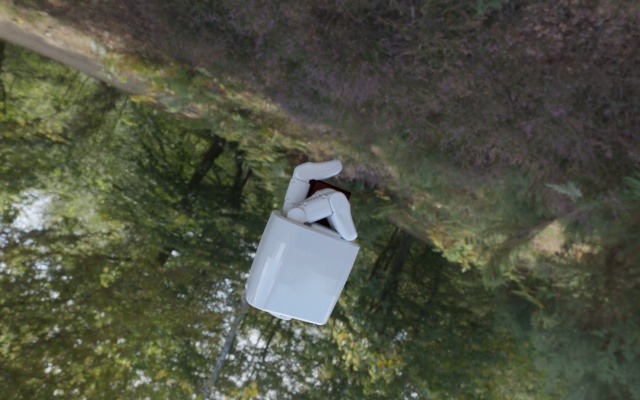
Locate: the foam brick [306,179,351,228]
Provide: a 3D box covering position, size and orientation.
[{"bbox_3d":[0.000,0.002,0.629,0.053,0.051,0.078,21,1,-10],"label":"foam brick"}]
